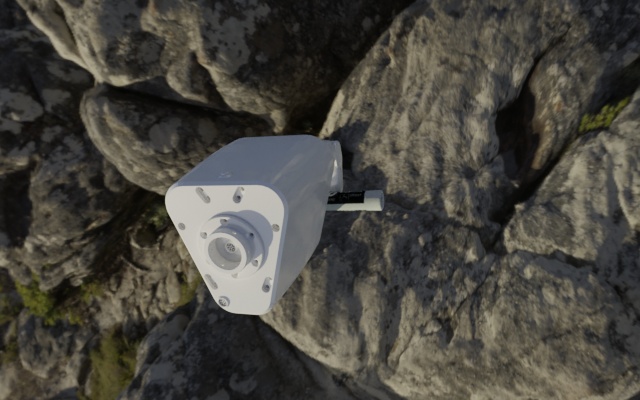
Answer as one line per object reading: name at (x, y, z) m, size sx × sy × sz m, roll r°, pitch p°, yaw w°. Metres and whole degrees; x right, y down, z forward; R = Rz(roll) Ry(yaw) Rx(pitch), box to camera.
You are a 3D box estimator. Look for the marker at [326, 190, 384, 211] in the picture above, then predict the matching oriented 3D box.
marker at (0.000, 0.001, 0.462) m, size 0.121 × 0.020 × 0.020 m, roll -2°, pitch -1°, yaw 18°
